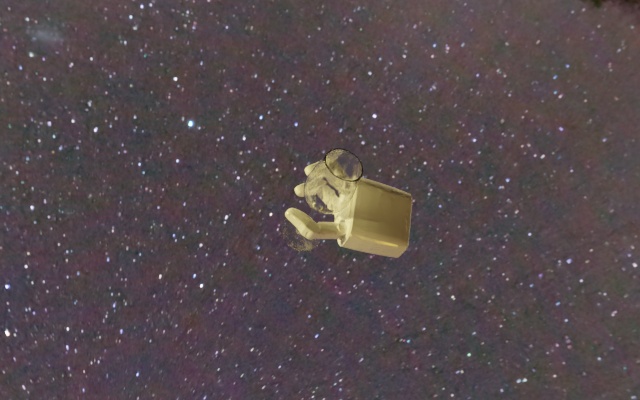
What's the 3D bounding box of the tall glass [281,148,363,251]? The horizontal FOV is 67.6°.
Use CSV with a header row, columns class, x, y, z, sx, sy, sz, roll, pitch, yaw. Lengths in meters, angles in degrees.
class,x,y,z,sx,sy,sz,roll,pitch,yaw
tall glass,0.000,0.003,0.773,0.079,0.079,0.201,0,-34,-25
